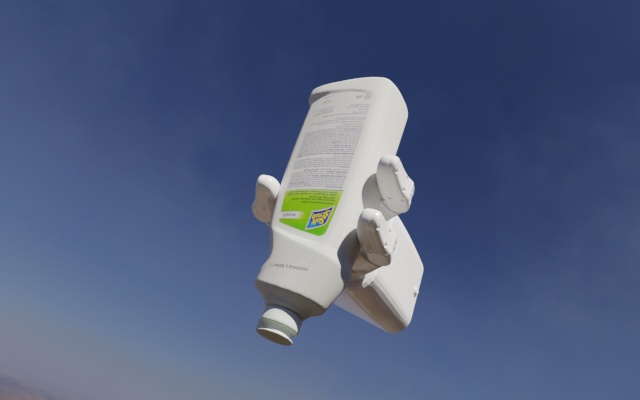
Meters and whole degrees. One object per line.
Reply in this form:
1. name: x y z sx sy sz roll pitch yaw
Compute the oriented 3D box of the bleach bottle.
1. bleach bottle: 0.000 0.001 0.420 0.102 0.250 0.068 -2 -38 36
